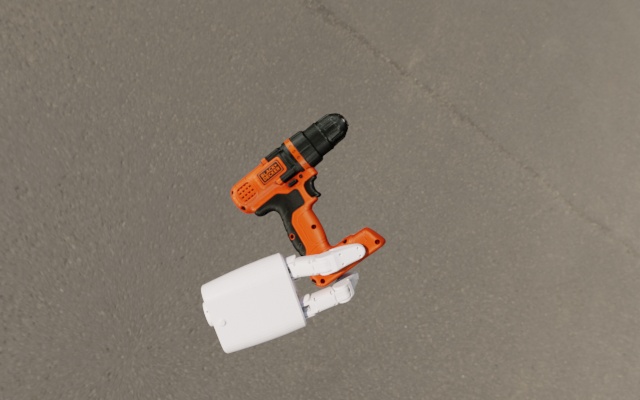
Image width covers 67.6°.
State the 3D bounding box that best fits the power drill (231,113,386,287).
[{"bbox_3d":[0.000,0.003,0.623,0.184,0.187,0.057,-38,-11,7],"label":"power drill"}]
